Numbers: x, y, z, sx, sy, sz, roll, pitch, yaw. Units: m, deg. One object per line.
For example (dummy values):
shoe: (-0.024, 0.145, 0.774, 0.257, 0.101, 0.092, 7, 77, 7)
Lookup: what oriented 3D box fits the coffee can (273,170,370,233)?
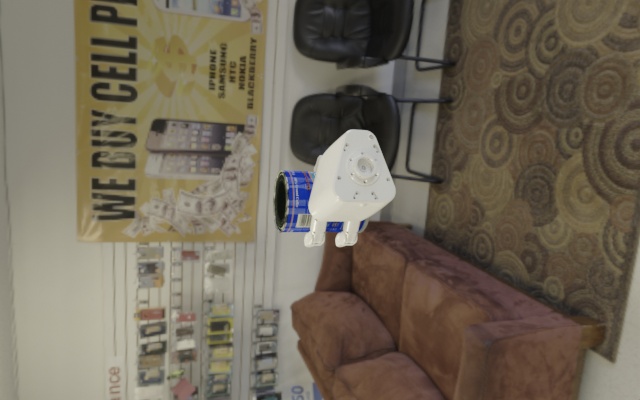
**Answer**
coffee can: (0.000, 0.003, 0.792, 0.140, 0.103, 0.103, 1, 0, -17)
